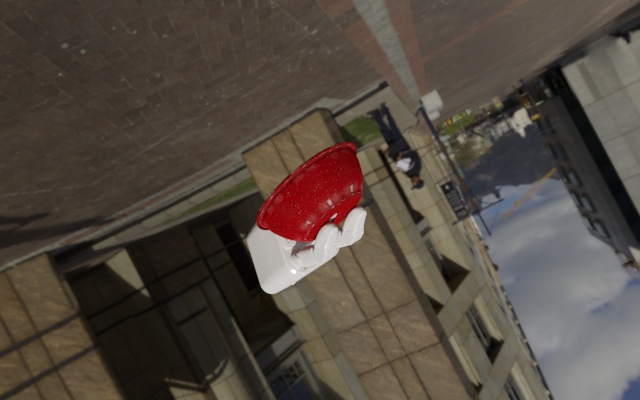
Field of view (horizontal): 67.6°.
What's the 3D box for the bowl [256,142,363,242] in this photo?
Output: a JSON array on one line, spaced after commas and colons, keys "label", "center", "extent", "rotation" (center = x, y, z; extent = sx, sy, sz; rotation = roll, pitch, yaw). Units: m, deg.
[{"label": "bowl", "center": [0.001, 0.002, 0.598], "extent": [0.162, 0.055, 0.162], "rotation": [-37, -16, -12]}]
